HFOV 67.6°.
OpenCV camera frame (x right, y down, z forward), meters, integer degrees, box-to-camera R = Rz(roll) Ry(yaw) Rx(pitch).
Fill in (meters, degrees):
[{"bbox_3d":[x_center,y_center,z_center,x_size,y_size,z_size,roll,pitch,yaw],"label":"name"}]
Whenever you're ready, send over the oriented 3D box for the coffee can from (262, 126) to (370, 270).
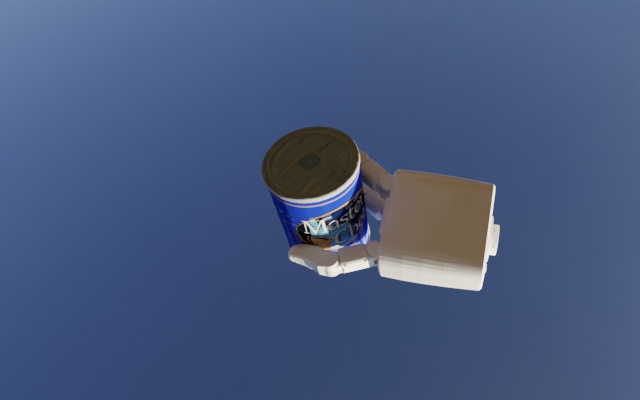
[{"bbox_3d":[0.000,0.002,0.544,0.103,0.102,0.140,0,-38,12],"label":"coffee can"}]
